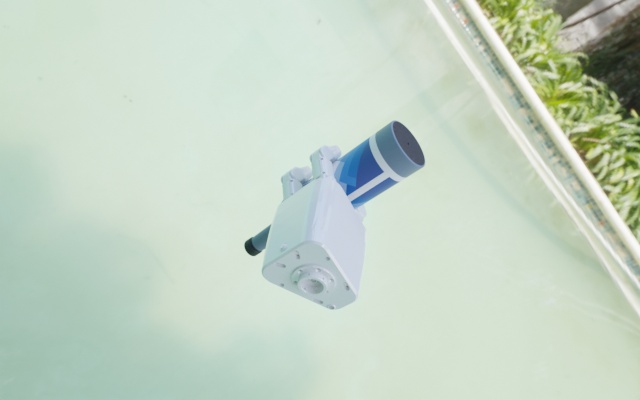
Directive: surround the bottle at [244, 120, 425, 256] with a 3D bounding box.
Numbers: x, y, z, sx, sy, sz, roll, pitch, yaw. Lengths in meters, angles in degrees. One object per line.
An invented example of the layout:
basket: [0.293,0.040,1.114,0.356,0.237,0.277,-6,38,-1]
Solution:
bottle: [0.000,0.002,0.642,0.296,0.069,0.069,-34,-19,31]
